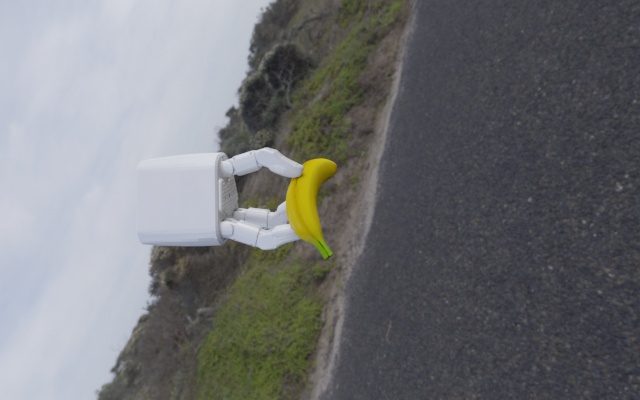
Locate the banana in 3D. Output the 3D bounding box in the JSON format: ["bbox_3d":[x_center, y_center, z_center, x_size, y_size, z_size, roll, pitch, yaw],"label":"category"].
[{"bbox_3d":[-0.011,-0.009,0.611,0.037,0.070,0.197,-28,29,24],"label":"banana"}]
